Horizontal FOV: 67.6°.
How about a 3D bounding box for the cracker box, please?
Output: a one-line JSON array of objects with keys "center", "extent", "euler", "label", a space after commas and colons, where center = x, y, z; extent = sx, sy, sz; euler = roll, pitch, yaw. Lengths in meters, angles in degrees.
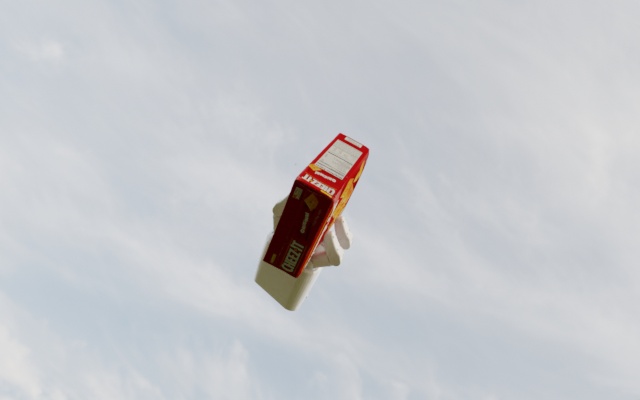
[{"center": [0.000, 0.002, 0.791], "extent": [0.072, 0.164, 0.213], "euler": [28, 32, 6], "label": "cracker box"}]
